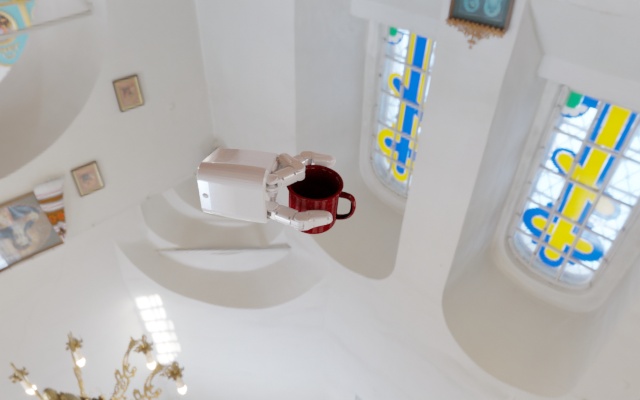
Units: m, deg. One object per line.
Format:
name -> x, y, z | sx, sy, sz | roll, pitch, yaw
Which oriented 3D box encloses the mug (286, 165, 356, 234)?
mug -> 0.002, 0.003, 0.785 | 0.117, 0.082, 0.093 | 9, 41, 5
